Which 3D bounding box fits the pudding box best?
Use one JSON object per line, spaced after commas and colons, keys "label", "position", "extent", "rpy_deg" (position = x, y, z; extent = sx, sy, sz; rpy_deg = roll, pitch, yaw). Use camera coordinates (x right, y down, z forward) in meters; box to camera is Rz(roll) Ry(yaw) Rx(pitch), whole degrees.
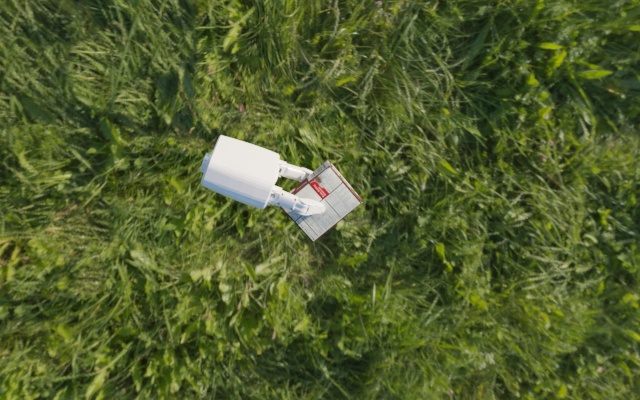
{"label": "pudding box", "position": [0.000, 0.003, 0.811], "extent": [0.113, 0.090, 0.039], "rpy_deg": [-39, 17, 8]}
